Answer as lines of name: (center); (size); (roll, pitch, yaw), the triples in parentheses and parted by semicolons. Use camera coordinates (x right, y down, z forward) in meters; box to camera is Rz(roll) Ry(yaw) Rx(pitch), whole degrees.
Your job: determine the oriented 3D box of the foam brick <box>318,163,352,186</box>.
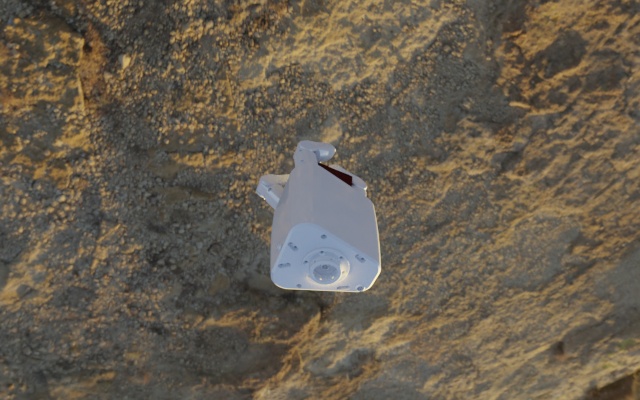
foam brick: (0.000, 0.002, 0.596); (0.053, 0.078, 0.051); (22, 33, -6)
